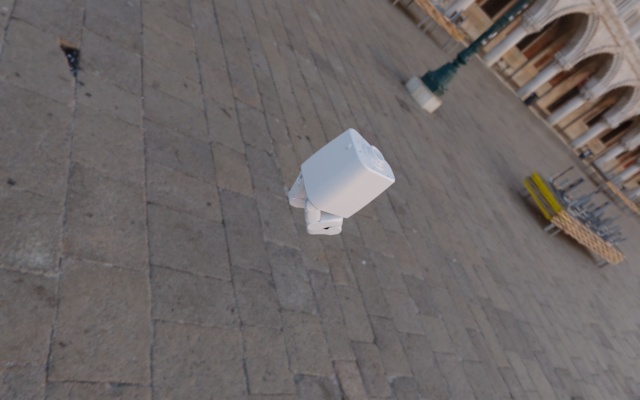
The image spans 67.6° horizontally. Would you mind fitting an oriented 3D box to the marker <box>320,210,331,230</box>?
[{"bbox_3d":[0.000,0.003,0.850,0.020,0.121,0.020,-8,-42,-7],"label":"marker"}]
